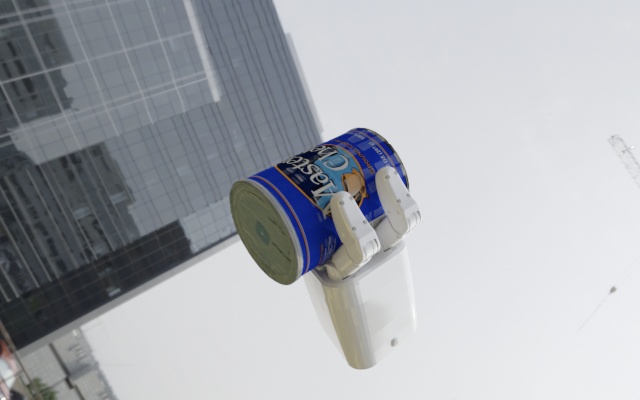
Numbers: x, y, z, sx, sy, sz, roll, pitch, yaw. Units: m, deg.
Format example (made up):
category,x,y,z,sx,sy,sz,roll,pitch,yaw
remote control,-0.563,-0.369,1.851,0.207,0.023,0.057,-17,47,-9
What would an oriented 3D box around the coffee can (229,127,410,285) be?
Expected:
category,x,y,z,sx,sy,sz,roll,pitch,yaw
coffee can,0.000,0.001,0.456,0.140,0.103,0.103,-28,15,-31
